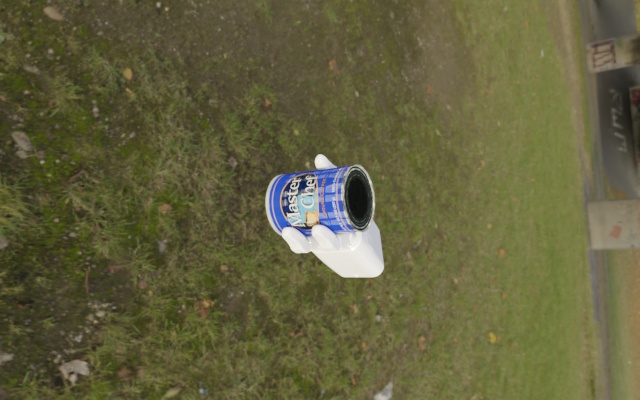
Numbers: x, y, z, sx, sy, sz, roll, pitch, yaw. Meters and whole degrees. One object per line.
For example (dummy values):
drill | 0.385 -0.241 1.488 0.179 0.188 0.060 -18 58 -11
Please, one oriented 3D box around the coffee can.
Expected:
coffee can | 0.000 0.002 0.748 0.140 0.103 0.103 -6 -3 32
